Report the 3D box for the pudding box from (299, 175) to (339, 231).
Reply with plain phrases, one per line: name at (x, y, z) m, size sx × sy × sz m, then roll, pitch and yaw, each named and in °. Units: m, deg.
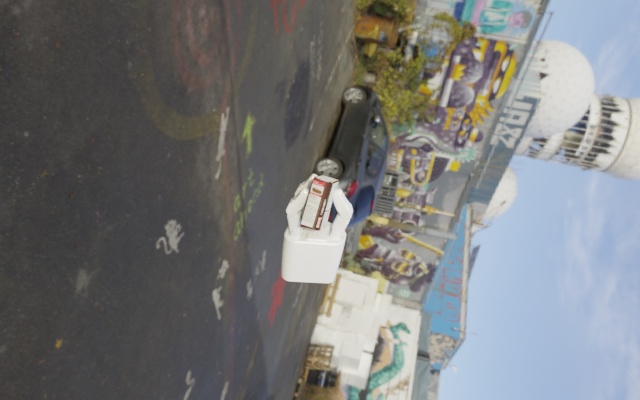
pudding box at (0.000, 0.003, 0.851) m, size 0.039 × 0.090 × 0.113 m, roll 16°, pitch 6°, yaw 5°
